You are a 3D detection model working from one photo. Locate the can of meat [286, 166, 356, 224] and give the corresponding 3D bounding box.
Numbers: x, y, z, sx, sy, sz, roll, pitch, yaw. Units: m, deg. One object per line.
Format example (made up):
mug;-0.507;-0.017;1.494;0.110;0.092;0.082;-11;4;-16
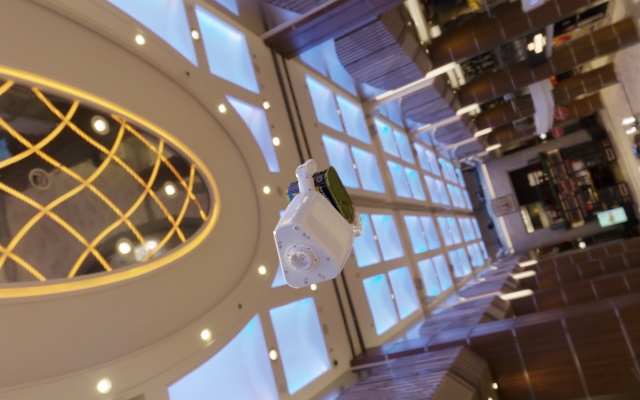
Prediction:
can of meat;0.000;0.003;0.821;0.084;0.102;0.057;-20;22;22
